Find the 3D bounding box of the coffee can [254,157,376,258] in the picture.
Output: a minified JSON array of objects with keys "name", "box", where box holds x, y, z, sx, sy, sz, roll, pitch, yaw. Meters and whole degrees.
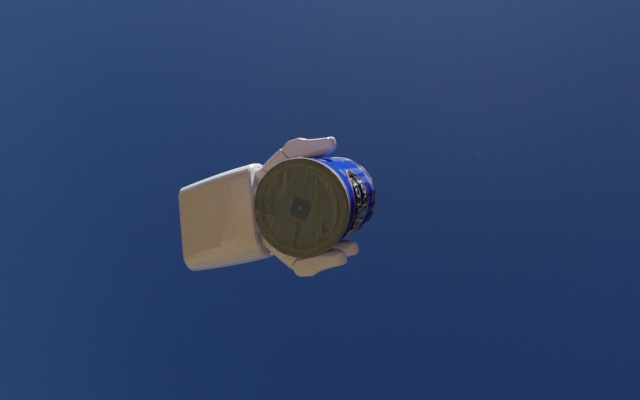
[{"name":"coffee can","box":[0.000,0.002,0.548,0.103,0.103,0.140,0,5,18]}]
